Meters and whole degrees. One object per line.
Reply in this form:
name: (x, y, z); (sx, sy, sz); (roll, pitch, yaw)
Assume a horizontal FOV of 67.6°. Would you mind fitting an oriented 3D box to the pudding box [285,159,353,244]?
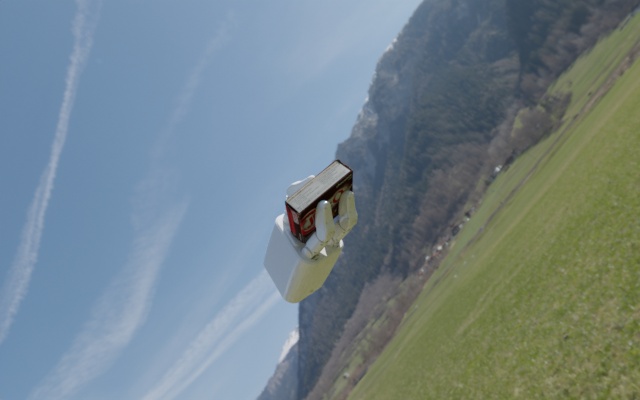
pudding box: (0.000, 0.002, 0.734); (0.039, 0.113, 0.090); (39, -23, 23)
